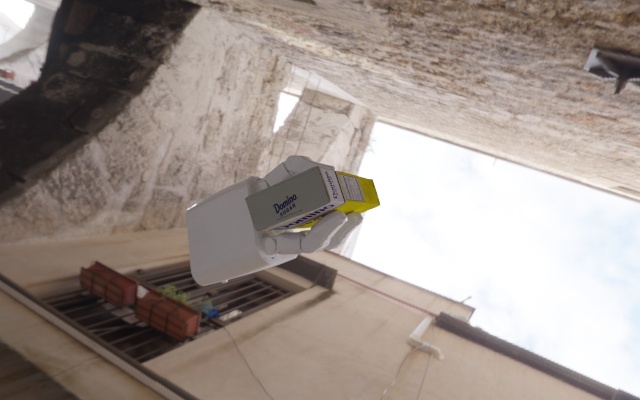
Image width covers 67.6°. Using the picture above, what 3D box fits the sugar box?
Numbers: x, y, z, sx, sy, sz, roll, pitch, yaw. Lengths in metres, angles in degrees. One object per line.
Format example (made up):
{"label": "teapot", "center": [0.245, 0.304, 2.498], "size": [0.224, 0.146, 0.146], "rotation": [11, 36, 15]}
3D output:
{"label": "sugar box", "center": [0.000, 0.002, 0.559], "size": [0.093, 0.048, 0.176], "rotation": [-22, -8, 22]}
